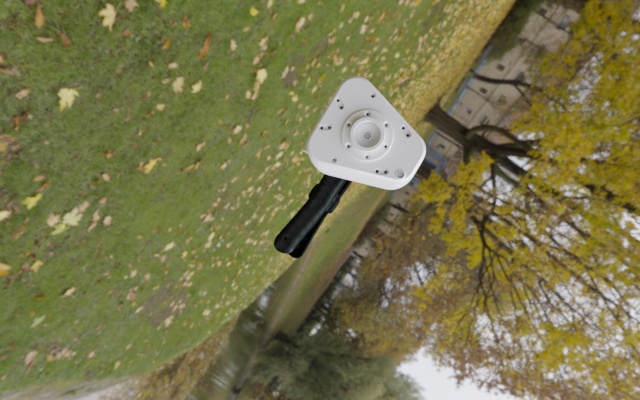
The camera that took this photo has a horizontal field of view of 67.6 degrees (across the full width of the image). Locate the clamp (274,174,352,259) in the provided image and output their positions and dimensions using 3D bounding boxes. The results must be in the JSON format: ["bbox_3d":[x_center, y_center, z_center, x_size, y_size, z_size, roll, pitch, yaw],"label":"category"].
[{"bbox_3d":[0.001,0.002,0.587,0.039,0.171,0.120,32,3,3],"label":"clamp"}]
